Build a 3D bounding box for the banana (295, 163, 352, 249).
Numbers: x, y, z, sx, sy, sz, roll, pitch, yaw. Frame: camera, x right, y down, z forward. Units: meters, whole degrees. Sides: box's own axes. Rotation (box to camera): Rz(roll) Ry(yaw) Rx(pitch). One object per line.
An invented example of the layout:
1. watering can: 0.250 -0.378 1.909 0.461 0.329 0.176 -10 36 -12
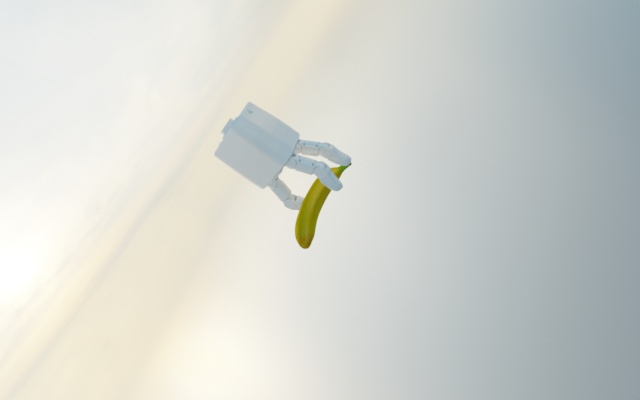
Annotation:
1. banana: -0.008 0.006 0.820 0.037 0.197 0.070 35 -34 -14
